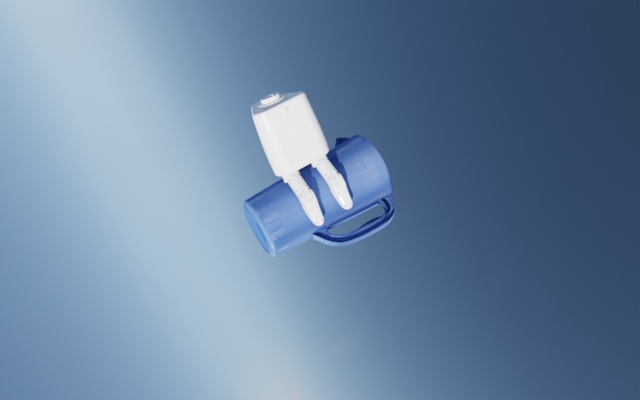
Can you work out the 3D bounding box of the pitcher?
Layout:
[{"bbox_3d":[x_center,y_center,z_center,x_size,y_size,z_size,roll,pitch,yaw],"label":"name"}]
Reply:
[{"bbox_3d":[0.000,0.003,0.828,0.243,0.145,0.149,-29,25,-15],"label":"pitcher"}]
